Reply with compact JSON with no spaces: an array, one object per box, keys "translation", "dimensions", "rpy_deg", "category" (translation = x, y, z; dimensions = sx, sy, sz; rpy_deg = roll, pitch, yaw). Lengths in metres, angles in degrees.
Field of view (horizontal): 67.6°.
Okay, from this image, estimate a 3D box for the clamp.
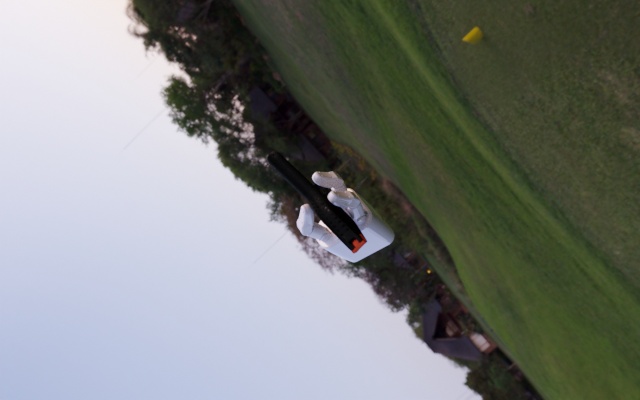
[{"translation":[0.000,0.004,0.792],"dimensions":[0.165,0.036,0.210],"rpy_deg":[31,17,-48],"category":"clamp"}]
